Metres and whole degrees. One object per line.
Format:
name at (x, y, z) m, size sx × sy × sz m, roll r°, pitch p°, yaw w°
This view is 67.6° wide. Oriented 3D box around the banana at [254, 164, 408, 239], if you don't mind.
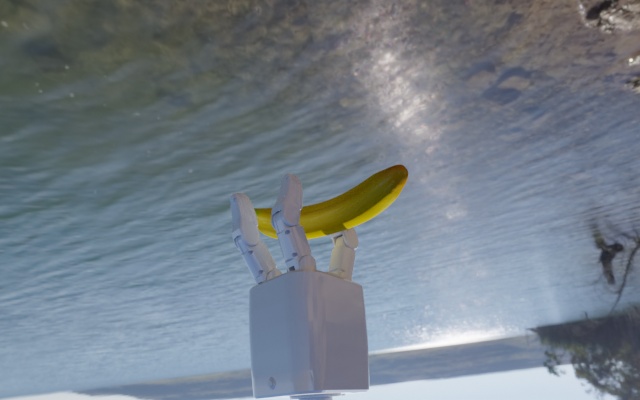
banana at (0.006, 0.010, 0.502) m, size 0.198 × 0.037 × 0.070 m, roll -14°, pitch -31°, yaw 23°
